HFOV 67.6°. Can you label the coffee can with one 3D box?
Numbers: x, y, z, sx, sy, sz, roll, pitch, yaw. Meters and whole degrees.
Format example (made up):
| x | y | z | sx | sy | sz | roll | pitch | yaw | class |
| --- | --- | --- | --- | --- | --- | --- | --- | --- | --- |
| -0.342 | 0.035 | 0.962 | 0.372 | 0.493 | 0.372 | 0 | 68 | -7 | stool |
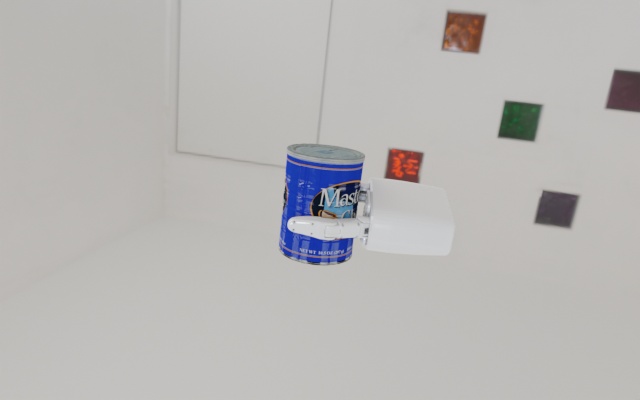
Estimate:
| x | y | z | sx | sy | sz | roll | pitch | yaw | class |
| --- | --- | --- | --- | --- | --- | --- | --- | --- | --- |
| 0.000 | 0.002 | 0.639 | 0.103 | 0.140 | 0.102 | 6 | 16 | -2 | coffee can |
